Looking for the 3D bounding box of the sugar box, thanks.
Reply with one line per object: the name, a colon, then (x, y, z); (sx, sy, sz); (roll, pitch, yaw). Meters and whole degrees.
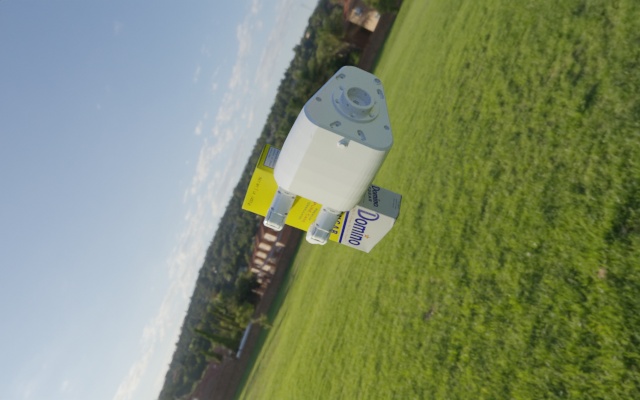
sugar box: (0.000, 0.002, 0.587); (0.176, 0.048, 0.093); (22, -37, -7)
